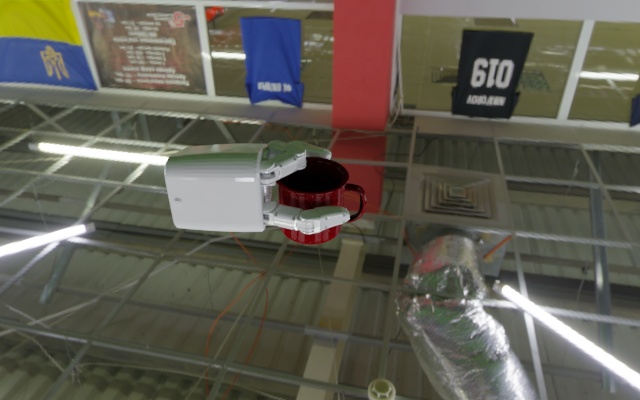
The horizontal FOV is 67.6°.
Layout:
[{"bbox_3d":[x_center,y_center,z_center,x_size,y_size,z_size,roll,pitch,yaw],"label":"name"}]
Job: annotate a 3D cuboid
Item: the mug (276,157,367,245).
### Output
[{"bbox_3d":[0.002,0.002,0.608,0.117,0.082,0.093,2,33,1],"label":"mug"}]
